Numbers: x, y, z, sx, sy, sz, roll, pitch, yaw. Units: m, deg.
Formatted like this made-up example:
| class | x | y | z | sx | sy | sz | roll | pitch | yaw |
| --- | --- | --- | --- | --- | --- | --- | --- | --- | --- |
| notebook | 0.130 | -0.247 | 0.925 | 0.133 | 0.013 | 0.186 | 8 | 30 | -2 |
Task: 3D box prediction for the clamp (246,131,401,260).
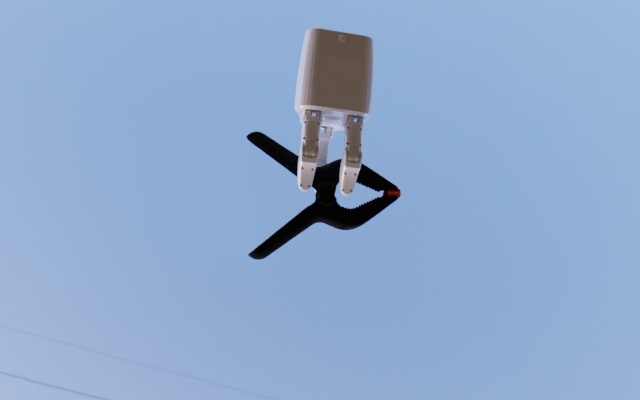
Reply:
| class | x | y | z | sx | sy | sz | roll | pitch | yaw |
| --- | --- | --- | --- | --- | --- | --- | --- | --- | --- |
| clamp | 0.001 | 0.002 | 0.631 | 0.210 | 0.164 | 0.036 | 6 | -2 | -9 |
